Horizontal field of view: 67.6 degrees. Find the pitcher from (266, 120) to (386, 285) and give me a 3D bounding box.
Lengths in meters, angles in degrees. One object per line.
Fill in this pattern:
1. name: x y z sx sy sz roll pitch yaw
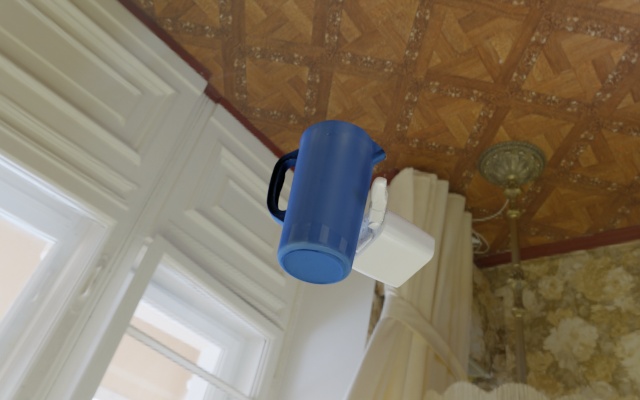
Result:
1. pitcher: 0.000 0.002 0.744 0.145 0.242 0.149 28 -41 -18
